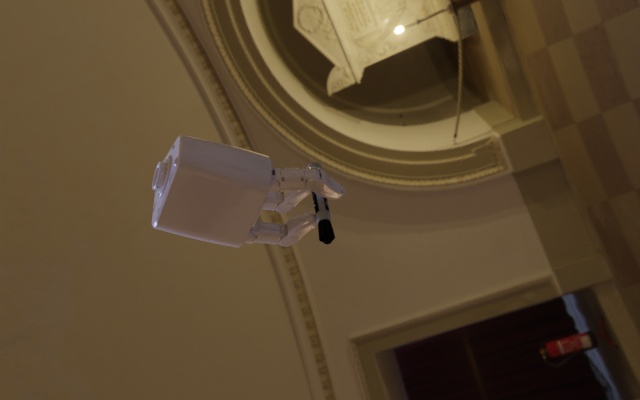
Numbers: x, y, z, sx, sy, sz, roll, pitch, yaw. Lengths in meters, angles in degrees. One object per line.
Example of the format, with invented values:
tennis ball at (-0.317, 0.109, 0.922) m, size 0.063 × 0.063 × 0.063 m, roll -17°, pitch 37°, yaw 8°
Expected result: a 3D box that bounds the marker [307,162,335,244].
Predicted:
marker at (0.000, 0.002, 0.587) m, size 0.020 × 0.121 × 0.020 m, roll -6°, pitch -39°, yaw -5°
